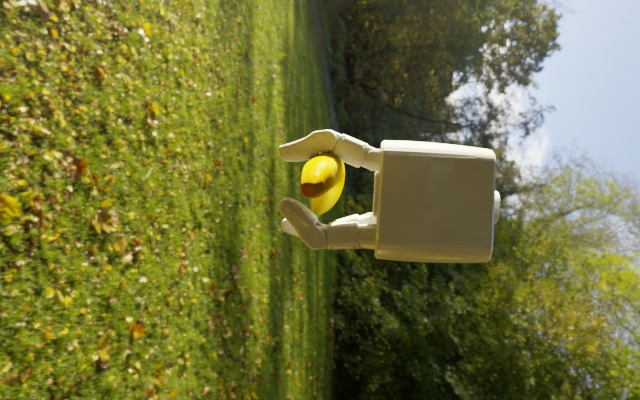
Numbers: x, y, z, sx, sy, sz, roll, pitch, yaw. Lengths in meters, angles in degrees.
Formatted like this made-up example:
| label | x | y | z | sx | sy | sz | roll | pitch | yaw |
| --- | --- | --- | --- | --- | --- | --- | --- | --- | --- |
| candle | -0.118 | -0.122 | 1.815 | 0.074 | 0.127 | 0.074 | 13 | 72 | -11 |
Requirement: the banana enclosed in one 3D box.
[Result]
| label | x | y | z | sx | sy | sz | roll | pitch | yaw |
| --- | --- | --- | --- | --- | --- | --- | --- | --- | --- |
| banana | 0.004 | -0.015 | 0.505 | 0.037 | 0.069 | 0.198 | 12 | -12 | 4 |
